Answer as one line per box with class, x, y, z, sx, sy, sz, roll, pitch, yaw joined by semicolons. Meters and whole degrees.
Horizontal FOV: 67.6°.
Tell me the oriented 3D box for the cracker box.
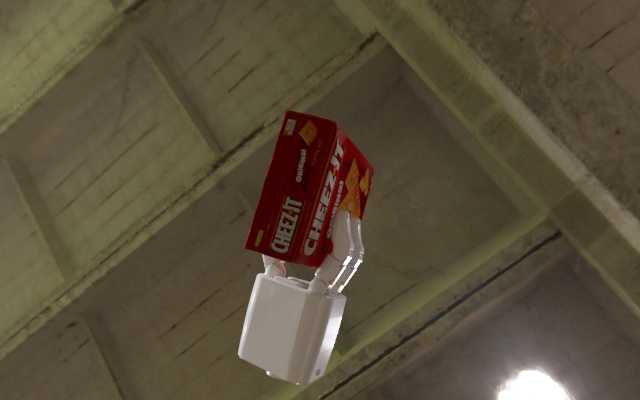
cracker box;0.000;0.002;0.616;0.072;0.164;0.214;14;-6;19
